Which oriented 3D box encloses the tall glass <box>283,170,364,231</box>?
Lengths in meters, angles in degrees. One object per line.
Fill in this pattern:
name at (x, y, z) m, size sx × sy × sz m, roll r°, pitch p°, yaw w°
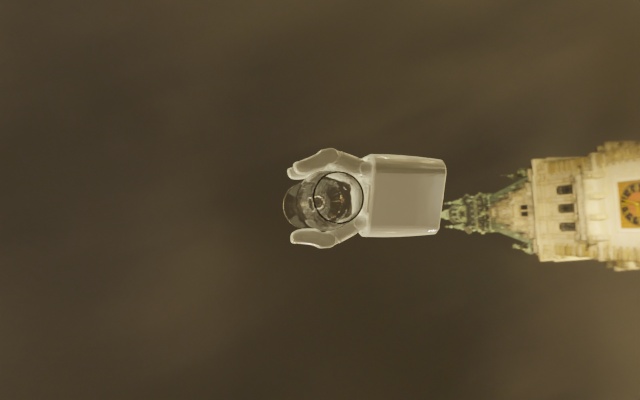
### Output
tall glass at (0.000, 0.002, 0.648) m, size 0.079 × 0.079 × 0.201 m, roll 0°, pitch -3°, yaw -12°
